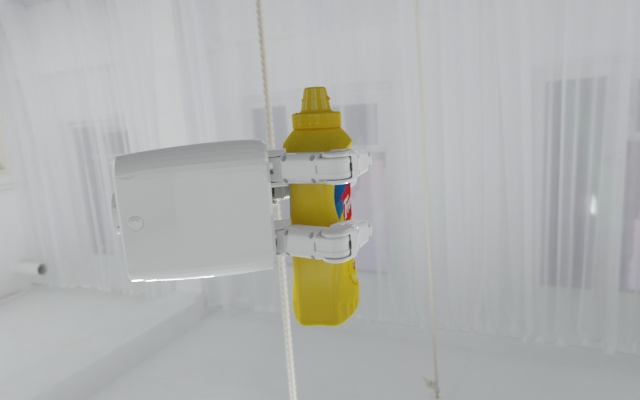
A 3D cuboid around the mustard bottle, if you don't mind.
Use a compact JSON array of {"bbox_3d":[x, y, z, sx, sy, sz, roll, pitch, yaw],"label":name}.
[{"bbox_3d":[0.000,0.002,0.408,0.058,0.192,0.096,-2,11,11],"label":"mustard bottle"}]
